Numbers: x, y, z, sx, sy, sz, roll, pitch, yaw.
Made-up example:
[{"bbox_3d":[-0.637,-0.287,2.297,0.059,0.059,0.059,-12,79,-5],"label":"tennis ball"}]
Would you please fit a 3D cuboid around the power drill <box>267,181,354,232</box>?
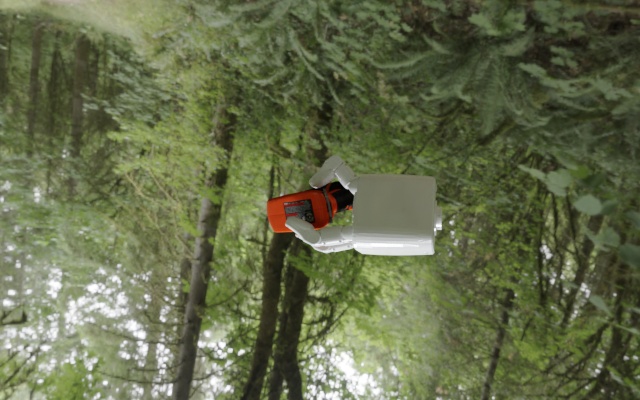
[{"bbox_3d":[0.000,0.003,0.771,0.184,0.057,0.187,-11,6,35],"label":"power drill"}]
